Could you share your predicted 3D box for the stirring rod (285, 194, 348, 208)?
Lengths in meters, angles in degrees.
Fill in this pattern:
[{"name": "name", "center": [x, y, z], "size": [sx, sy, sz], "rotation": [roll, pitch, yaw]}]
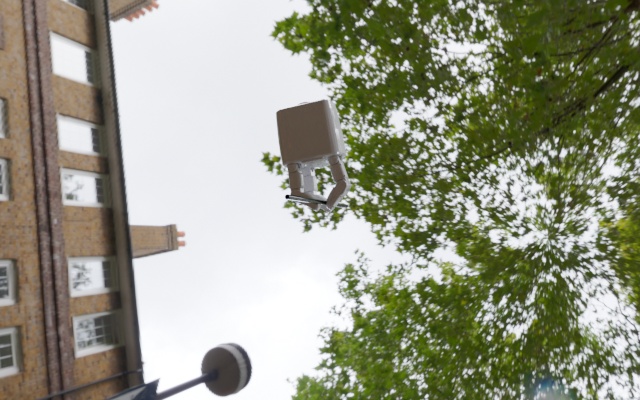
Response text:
[{"name": "stirring rod", "center": [0.000, 0.003, 0.843], "size": [0.011, 0.011, 0.239], "rotation": [0, -4, 25]}]
